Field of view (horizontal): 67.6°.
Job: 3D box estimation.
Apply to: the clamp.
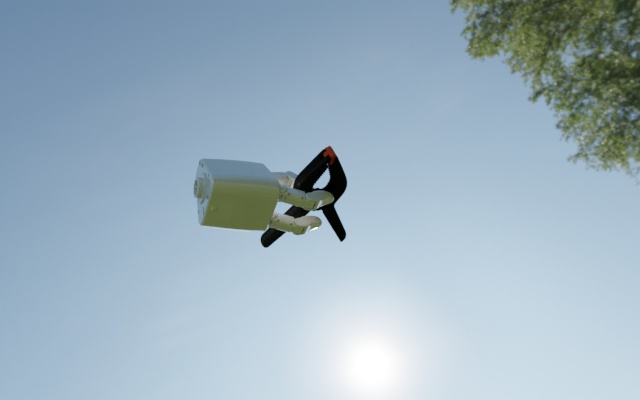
[{"bbox_3d":[0.000,0.002,0.820,0.164,0.210,0.036,3,38,-30],"label":"clamp"}]
